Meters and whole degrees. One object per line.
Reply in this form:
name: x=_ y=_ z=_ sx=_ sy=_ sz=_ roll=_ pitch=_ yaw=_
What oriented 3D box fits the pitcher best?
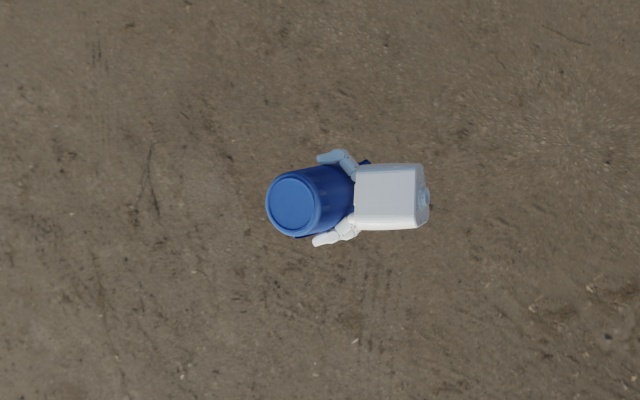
pitcher: x=0.000 y=0.003 z=0.883 sx=0.145 sy=0.149 sz=0.243 roll=-1 pitch=6 yaw=27
